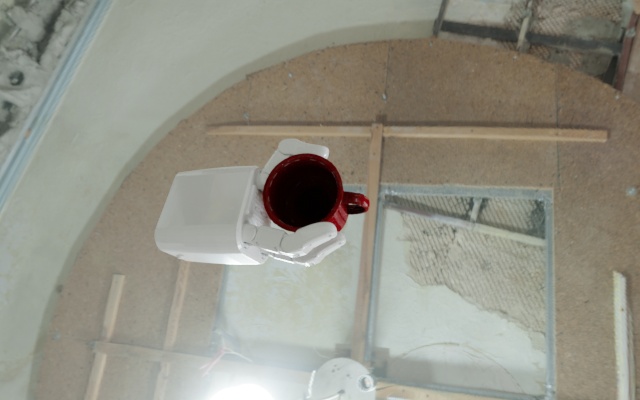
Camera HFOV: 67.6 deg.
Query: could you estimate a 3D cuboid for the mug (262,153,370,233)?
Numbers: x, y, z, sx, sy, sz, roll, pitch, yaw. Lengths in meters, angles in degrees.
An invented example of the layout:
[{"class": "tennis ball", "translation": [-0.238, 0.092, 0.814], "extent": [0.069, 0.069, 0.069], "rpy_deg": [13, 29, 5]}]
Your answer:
[{"class": "mug", "translation": [0.002, 0.002, 0.565], "extent": [0.117, 0.093, 0.081], "rpy_deg": [0, -17, 14]}]
